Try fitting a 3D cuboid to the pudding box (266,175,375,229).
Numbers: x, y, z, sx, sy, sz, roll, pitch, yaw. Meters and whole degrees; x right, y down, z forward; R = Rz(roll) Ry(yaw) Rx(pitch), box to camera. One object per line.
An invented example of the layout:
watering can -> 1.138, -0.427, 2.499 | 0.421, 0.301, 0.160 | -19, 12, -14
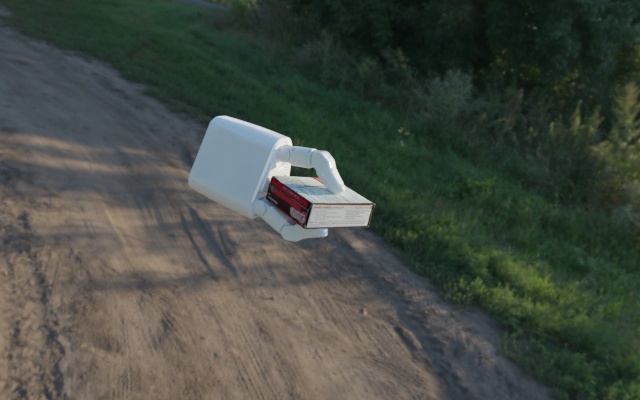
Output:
pudding box -> 0.000, 0.002, 0.618 | 0.113, 0.039, 0.090 | -1, 26, -40
